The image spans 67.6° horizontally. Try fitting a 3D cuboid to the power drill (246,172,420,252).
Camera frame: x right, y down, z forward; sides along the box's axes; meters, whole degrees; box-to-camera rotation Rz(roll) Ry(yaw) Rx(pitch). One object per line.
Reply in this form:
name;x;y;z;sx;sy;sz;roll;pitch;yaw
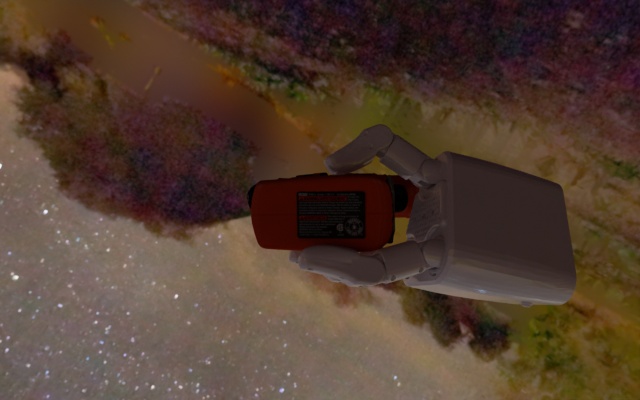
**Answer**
power drill;0.000;0.002;0.437;0.184;0.057;0.187;-3;6;10
